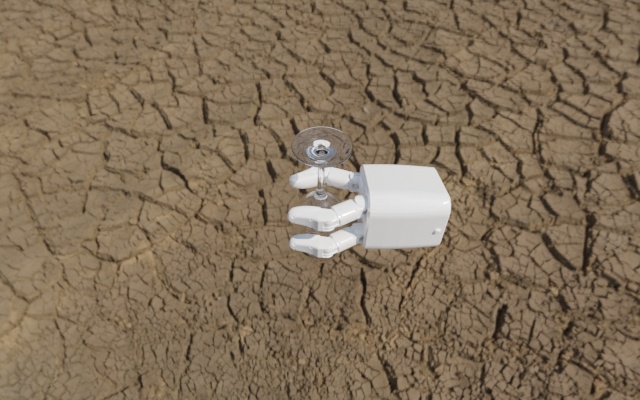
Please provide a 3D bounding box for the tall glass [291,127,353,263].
[{"bbox_3d":[0.000,0.002,0.645,0.079,0.079,0.201,0,-43,-2],"label":"tall glass"}]
